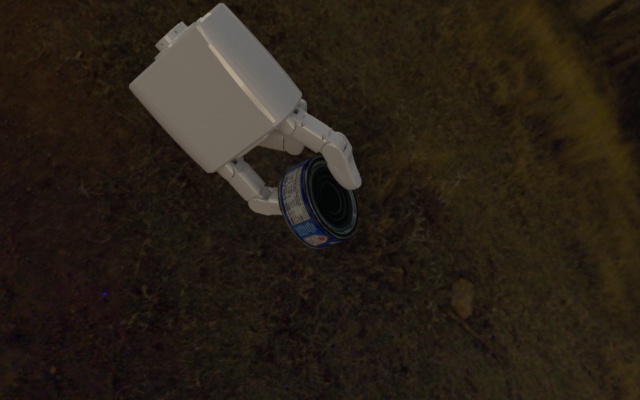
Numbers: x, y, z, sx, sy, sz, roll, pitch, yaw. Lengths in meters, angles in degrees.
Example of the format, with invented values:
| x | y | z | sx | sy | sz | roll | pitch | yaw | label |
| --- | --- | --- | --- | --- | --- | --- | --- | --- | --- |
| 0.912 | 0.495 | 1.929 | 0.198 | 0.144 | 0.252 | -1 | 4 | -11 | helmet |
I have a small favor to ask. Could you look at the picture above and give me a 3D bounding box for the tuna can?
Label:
| x | y | z | sx | sy | sz | roll | pitch | yaw | label |
| --- | --- | --- | --- | --- | --- | --- | --- | --- | --- |
| 0.001 | 0.001 | 0.460 | 0.034 | 0.086 | 0.086 | -22 | -12 | 33 | tuna can |
